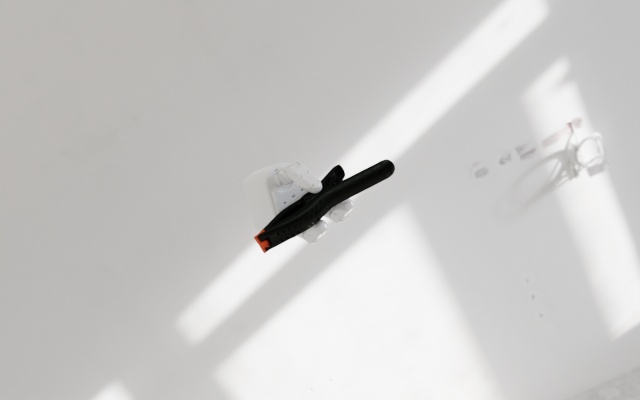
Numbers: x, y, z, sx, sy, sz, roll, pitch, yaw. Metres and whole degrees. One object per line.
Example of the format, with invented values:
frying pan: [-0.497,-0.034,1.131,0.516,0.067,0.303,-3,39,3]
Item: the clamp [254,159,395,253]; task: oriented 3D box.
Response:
clamp: [-0.001,0.002,0.680,0.210,0.036,0.164,-38,15,-26]
